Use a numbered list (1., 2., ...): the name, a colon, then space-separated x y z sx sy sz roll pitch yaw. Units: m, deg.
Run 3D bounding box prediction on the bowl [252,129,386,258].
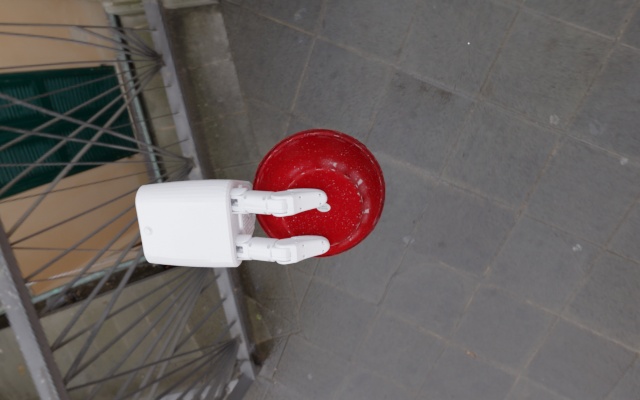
1. bowl: 0.001 0.002 0.551 0.162 0.162 0.055 0 17 -4
